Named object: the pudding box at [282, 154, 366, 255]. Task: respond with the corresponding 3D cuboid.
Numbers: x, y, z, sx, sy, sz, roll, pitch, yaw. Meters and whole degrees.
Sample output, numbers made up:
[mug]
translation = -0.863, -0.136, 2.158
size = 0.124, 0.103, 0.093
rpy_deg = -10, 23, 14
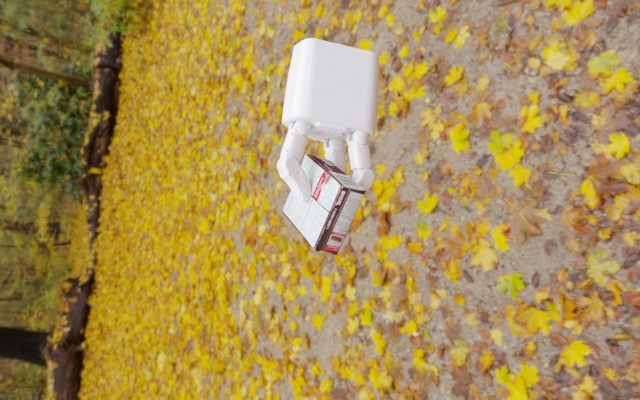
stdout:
[pudding box]
translation = 0.000, 0.002, 0.604
size = 0.039, 0.090, 0.113
rpy_deg = 13, 18, -30
